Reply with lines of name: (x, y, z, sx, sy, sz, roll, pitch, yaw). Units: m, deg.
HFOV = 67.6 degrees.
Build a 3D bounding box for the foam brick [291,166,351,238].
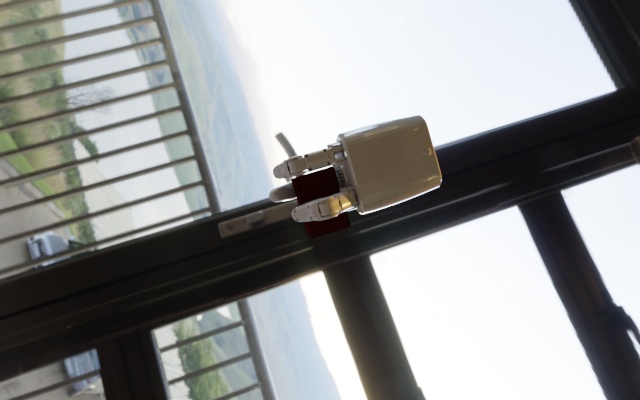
foam brick: (0.000, 0.002, 0.589, 0.051, 0.078, 0.053, -17, 4, -7)
